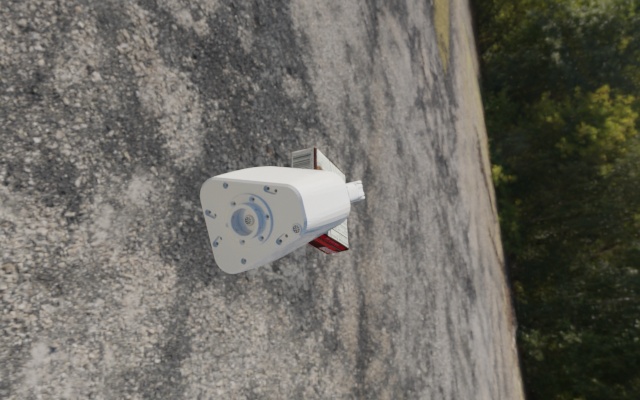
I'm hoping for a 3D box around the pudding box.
[{"bbox_3d":[0.000,0.002,0.599,0.039,0.113,0.090,-11,-26,24],"label":"pudding box"}]
